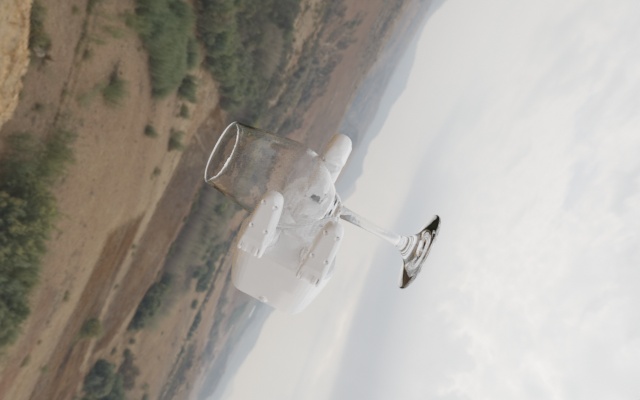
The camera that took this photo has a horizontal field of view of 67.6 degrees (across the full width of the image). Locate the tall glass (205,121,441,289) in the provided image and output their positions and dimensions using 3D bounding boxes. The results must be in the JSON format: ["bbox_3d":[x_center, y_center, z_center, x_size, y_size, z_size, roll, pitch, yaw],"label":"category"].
[{"bbox_3d":[0.001,0.002,0.428,0.201,0.079,0.079,27,0,0],"label":"tall glass"}]
